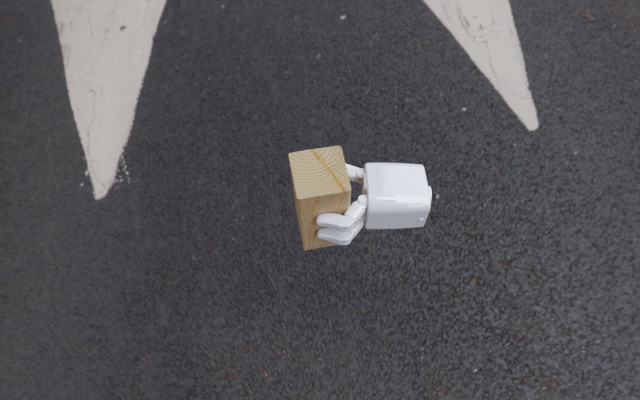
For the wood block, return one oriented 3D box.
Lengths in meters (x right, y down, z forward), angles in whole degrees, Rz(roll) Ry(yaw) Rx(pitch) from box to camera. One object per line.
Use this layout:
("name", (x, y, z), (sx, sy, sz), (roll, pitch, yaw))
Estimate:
("wood block", (0.000, 0.002, 0.851), (0.090, 0.090, 0.206), (-9, -29, -4))
